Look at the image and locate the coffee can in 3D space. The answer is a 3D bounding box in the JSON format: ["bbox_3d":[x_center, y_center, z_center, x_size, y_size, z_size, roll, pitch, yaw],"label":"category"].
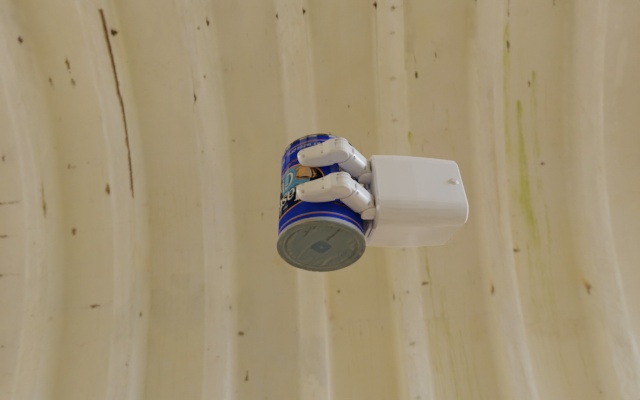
[{"bbox_3d":[0.000,0.002,0.592,0.103,0.140,0.103,-1,-40,0],"label":"coffee can"}]
